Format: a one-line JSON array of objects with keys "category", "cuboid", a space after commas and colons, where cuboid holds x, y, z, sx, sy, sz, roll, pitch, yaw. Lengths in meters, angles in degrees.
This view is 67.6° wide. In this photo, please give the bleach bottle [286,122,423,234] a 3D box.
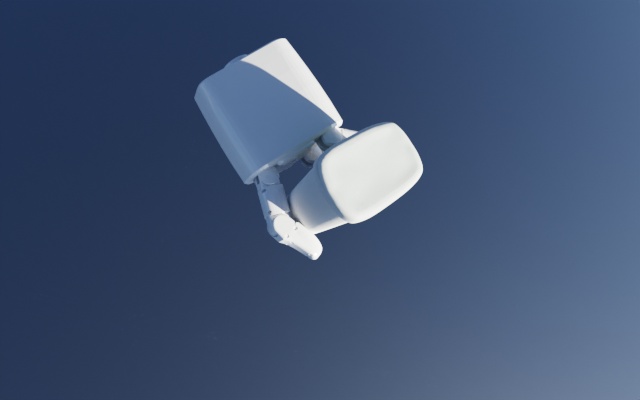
[{"category": "bleach bottle", "cuboid": [0.000, 0.002, 0.511, 0.102, 0.068, 0.251, -32, -1, -26]}]
